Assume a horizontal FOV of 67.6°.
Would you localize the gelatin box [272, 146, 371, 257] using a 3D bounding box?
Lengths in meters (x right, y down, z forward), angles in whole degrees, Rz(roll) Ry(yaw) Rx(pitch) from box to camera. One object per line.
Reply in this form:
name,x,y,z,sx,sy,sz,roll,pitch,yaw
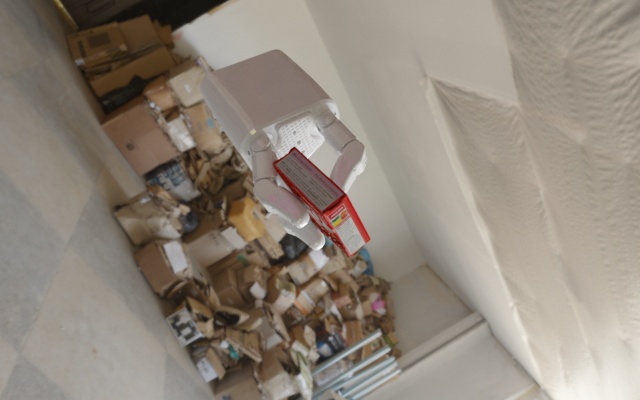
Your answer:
gelatin box,0.001,0.001,0.438,0.089,0.030,0.073,44,-10,41
